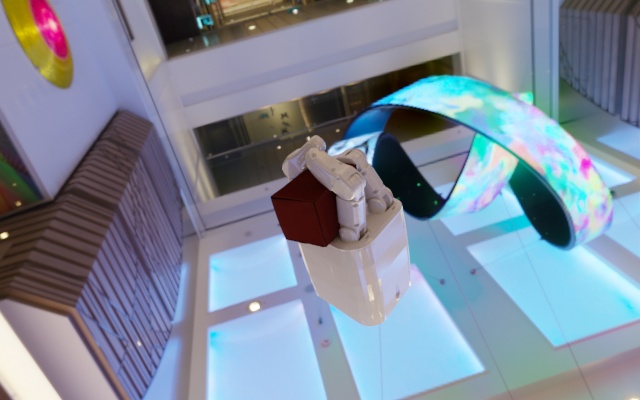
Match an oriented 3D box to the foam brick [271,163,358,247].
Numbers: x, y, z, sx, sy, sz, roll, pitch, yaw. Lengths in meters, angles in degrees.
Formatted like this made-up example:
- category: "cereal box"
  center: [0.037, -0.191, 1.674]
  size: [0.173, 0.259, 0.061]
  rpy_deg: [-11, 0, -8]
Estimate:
- category: "foam brick"
  center: [0.000, 0.002, 0.468]
  size: [0.053, 0.051, 0.078]
  rpy_deg: [8, 35, 36]
